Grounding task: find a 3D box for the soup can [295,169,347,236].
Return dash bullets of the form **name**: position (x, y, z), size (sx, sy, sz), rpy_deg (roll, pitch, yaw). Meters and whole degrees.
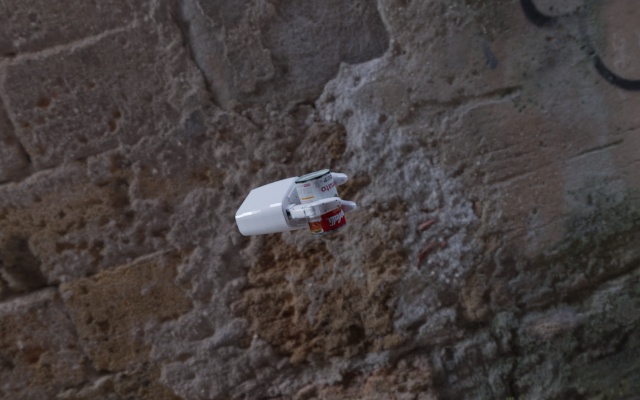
- **soup can**: position (0.000, 0.002, 0.854), size (0.068, 0.102, 0.068), rpy_deg (-17, 11, 3)
